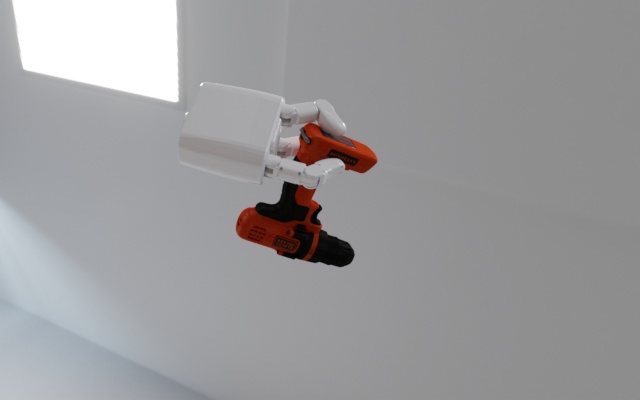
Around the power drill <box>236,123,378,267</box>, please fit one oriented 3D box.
[{"bbox_3d":[0.000,0.002,0.656,0.184,0.188,0.057,19,22,-25],"label":"power drill"}]
